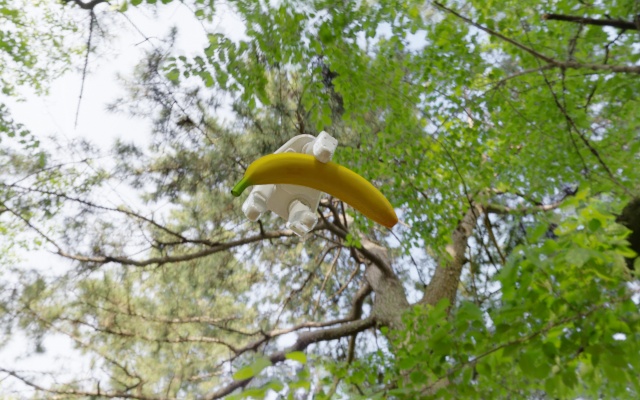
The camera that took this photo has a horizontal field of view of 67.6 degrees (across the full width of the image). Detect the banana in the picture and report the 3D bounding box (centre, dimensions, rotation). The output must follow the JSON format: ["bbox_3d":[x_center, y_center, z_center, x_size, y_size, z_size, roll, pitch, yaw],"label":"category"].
[{"bbox_3d":[-0.001,-0.017,0.552,0.198,0.069,0.037,11,-16,-13],"label":"banana"}]
